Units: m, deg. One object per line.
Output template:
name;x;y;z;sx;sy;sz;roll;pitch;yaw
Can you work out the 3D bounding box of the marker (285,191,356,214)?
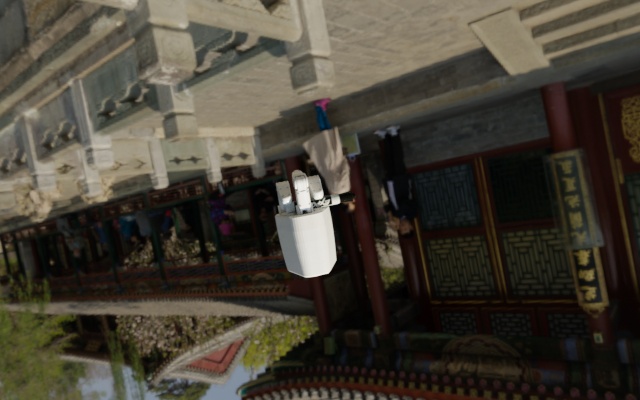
marker;0.000;0.003;0.814;0.121;0.020;0.020;-11;1;-6
